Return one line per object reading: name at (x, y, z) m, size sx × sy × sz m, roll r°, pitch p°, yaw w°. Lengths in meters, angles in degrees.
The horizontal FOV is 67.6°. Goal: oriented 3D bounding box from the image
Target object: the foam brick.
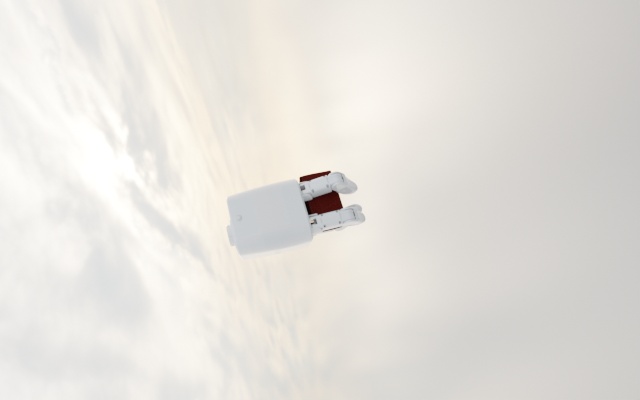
foam brick at (0.000, 0.002, 0.725) m, size 0.051 × 0.078 × 0.053 m, roll -12°, pitch -27°, yaw -10°
